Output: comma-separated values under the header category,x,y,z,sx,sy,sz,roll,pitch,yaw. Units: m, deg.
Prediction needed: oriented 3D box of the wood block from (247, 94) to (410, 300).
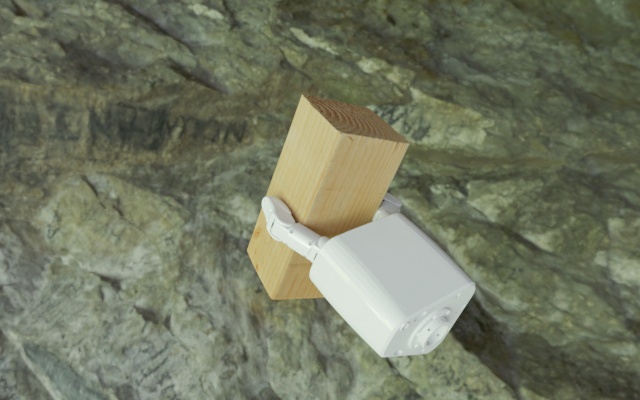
category,x,y,z,sx,sy,sz,roll,pitch,yaw
wood block,0.000,0.002,0.526,0.091,0.206,0.090,5,32,-32
